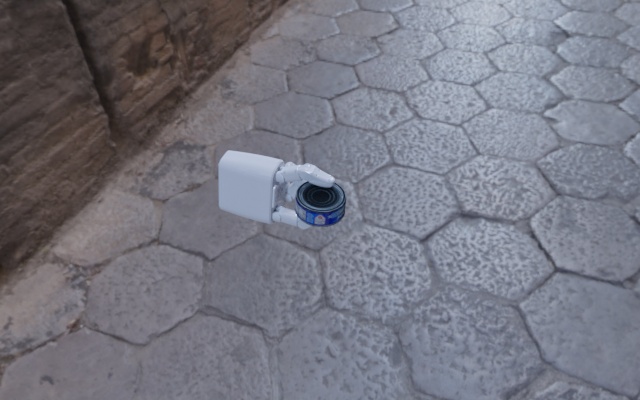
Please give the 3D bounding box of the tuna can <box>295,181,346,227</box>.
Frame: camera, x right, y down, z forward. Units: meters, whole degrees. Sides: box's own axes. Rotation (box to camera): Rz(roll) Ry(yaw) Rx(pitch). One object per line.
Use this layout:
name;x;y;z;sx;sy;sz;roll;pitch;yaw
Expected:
tuna can;0.000;0.002;0.796;0.086;0.034;0.086;3;42;-2
